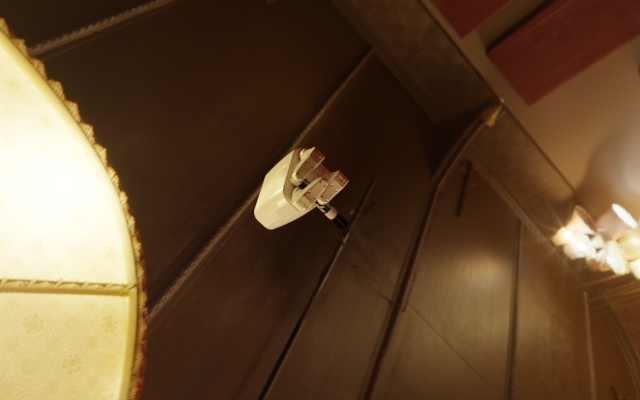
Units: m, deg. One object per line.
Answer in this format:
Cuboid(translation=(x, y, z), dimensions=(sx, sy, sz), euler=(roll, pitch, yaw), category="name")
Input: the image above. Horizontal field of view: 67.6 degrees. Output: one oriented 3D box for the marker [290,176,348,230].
Cuboid(translation=(0.000, 0.002, 0.760), dimensions=(0.121, 0.020, 0.020), euler=(45, -13, -13), category="marker")
